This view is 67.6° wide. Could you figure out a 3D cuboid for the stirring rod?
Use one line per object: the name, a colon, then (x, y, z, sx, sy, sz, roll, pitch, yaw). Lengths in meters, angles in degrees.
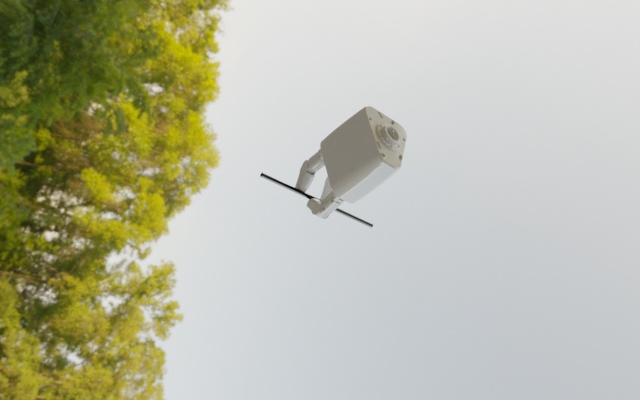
stirring rod: (0.000, 0.003, 0.825, 0.239, 0.011, 0.011, 25, -13, -29)
